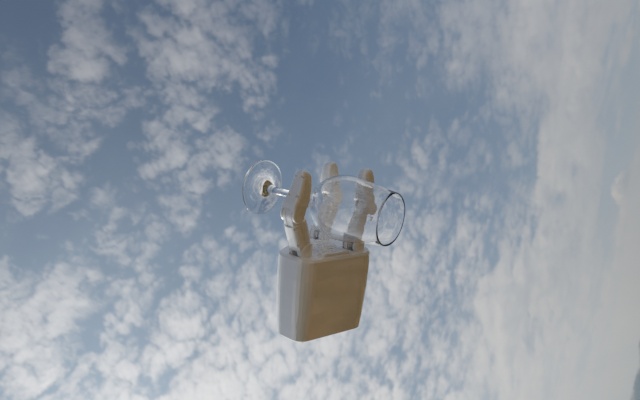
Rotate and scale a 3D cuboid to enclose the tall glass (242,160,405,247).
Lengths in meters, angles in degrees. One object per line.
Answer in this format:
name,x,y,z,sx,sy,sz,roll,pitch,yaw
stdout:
tall glass,0.000,0.002,0.582,0.201,0.079,0.079,14,8,36
